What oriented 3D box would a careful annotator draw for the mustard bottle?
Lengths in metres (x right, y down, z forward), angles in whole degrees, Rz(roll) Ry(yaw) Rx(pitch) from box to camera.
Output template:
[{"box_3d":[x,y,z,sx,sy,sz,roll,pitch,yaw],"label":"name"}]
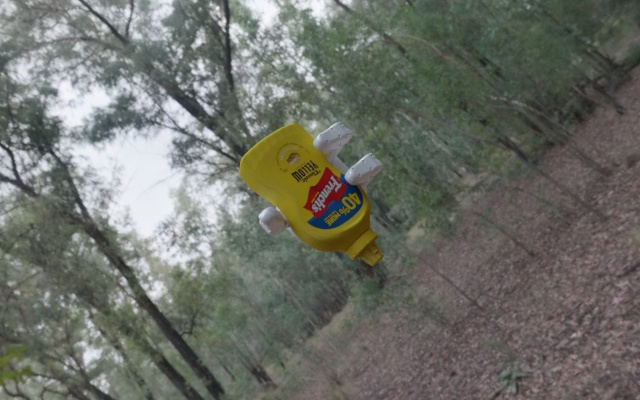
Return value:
[{"box_3d":[0.000,0.002,0.557,0.096,0.191,0.058,-38,-12,-29],"label":"mustard bottle"}]
